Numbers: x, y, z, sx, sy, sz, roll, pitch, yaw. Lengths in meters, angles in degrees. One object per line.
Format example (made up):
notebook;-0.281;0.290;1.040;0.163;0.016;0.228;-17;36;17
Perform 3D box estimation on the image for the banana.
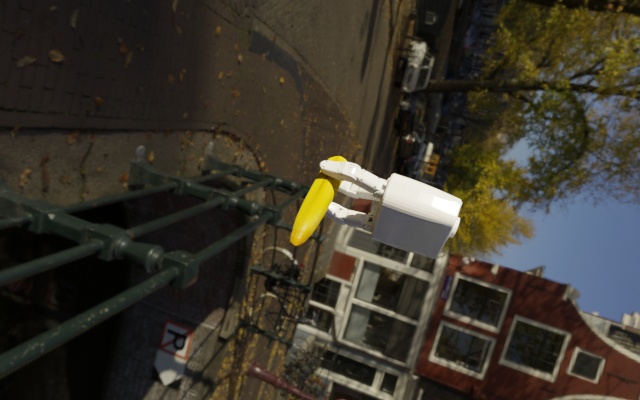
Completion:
banana;0.005;-0.013;0.718;0.037;0.070;0.197;23;43;5
